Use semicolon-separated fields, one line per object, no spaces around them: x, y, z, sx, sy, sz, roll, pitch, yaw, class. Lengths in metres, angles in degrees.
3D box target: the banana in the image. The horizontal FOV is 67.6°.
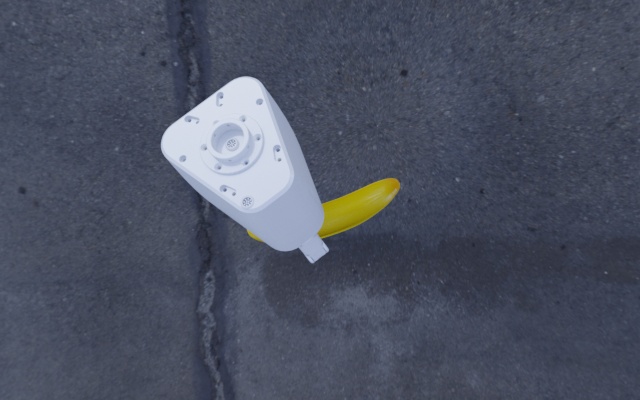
-0.001;0.015;0.545;0.198;0.037;0.069;-12;41;4;banana
